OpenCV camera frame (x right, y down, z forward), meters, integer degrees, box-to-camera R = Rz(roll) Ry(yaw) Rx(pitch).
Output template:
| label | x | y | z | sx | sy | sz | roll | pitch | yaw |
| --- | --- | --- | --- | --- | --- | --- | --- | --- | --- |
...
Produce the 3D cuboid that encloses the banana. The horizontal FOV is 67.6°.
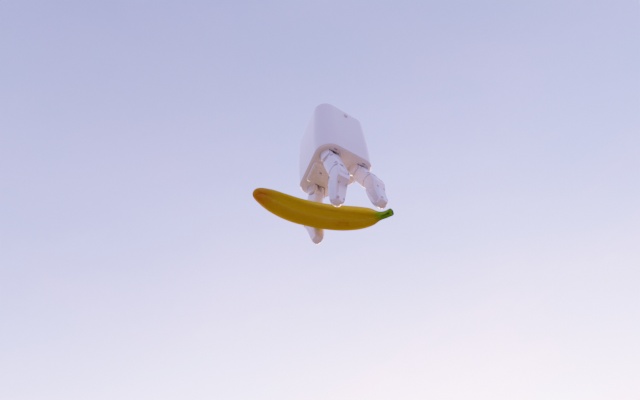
| label | x | y | z | sx | sy | sz | roll | pitch | yaw |
| --- | --- | --- | --- | --- | --- | --- | --- | --- | --- |
| banana | -0.001 | 0.013 | 0.680 | 0.198 | 0.037 | 0.070 | 7 | -37 | -11 |
